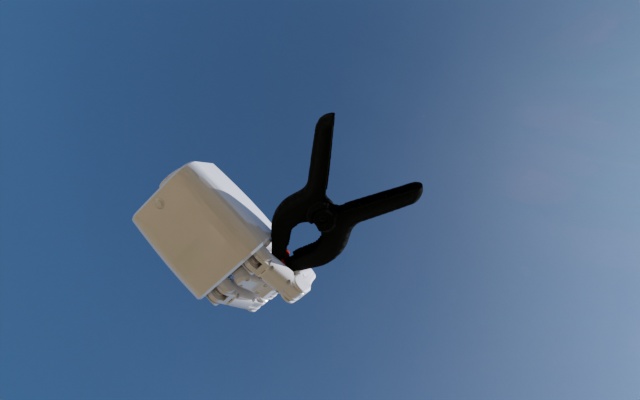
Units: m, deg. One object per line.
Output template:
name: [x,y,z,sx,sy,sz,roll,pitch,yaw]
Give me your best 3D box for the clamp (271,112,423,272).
clamp: [0.000,0.002,0.471,0.171,0.120,0.039,-41,4,16]
